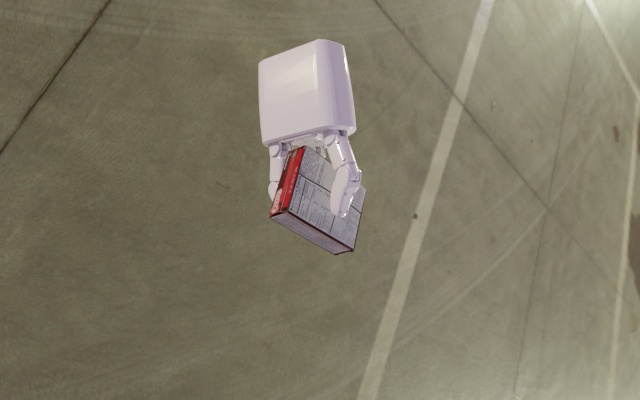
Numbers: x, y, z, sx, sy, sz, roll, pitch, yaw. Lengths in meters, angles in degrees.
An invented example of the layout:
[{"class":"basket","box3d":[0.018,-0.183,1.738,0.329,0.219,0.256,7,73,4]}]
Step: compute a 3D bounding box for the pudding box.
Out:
[{"class":"pudding box","box3d":[0.000,0.002,0.566,0.113,0.090,0.039,32,-30,-31]}]
